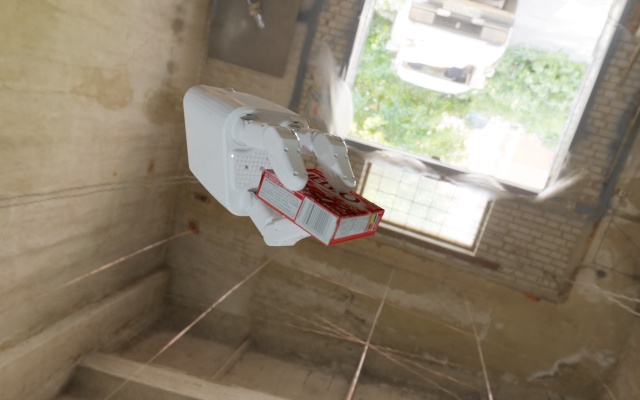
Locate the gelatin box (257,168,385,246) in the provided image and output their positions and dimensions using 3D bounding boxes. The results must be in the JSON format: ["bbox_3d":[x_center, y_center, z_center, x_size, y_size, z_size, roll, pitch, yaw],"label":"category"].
[{"bbox_3d":[0.000,0.002,0.417,0.089,0.030,0.073,33,22,31],"label":"gelatin box"}]
